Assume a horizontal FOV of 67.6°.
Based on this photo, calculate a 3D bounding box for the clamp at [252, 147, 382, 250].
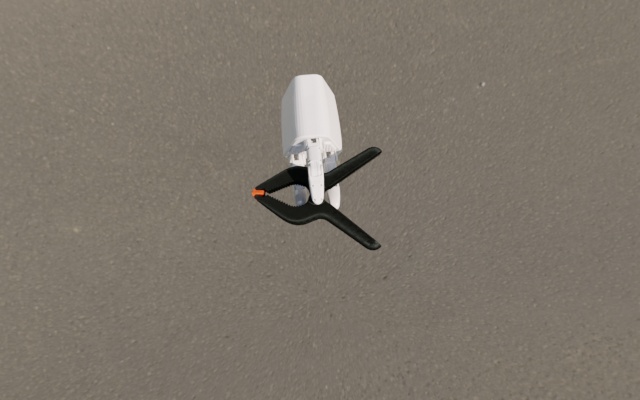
[{"bbox_3d":[0.000,0.002,0.746,0.210,0.164,0.036,-5,-13,-1],"label":"clamp"}]
